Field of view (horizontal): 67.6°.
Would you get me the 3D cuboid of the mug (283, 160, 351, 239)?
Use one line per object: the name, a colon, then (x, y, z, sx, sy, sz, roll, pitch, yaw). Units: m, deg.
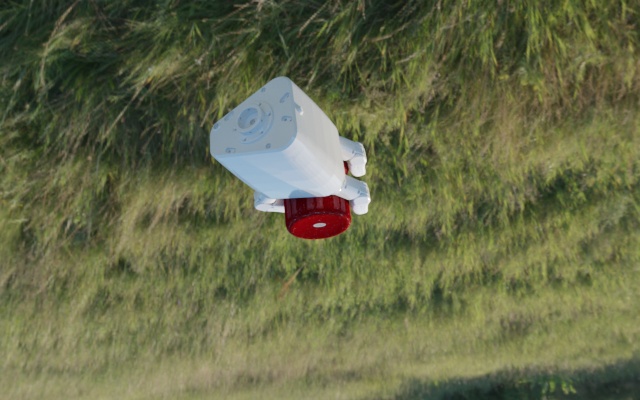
mug: (0.001, 0.003, 0.612, 0.093, 0.081, 0.117, -19, -31, 22)
